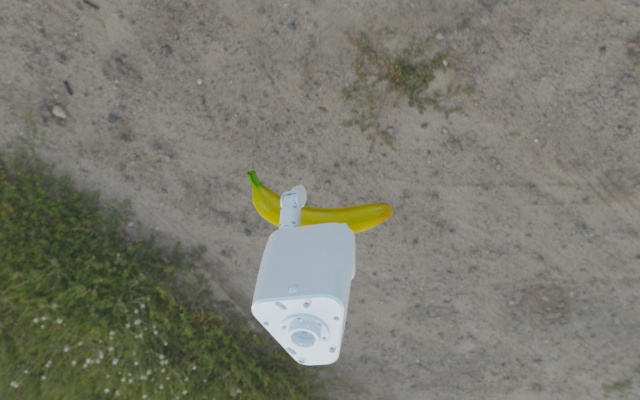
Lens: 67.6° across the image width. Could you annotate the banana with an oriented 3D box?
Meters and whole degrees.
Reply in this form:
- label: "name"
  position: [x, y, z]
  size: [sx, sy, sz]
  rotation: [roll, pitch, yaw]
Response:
- label: "banana"
  position: [-0.007, 0.016, 0.635]
  size: [0.198, 0.070, 0.037]
  rotation: [13, 36, -1]
